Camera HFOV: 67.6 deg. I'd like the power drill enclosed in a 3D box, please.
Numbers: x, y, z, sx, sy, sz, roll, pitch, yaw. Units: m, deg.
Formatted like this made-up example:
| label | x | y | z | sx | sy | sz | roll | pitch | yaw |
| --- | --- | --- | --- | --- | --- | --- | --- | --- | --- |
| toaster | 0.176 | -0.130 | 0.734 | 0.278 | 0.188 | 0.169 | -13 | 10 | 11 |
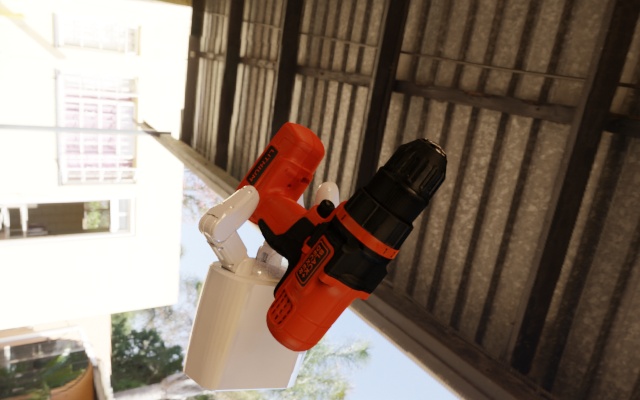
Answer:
| label | x | y | z | sx | sy | sz | roll | pitch | yaw |
| --- | --- | --- | --- | --- | --- | --- | --- | --- | --- |
| power drill | 0.000 | 0.001 | 0.401 | 0.057 | 0.184 | 0.187 | 32 | 11 | -34 |
